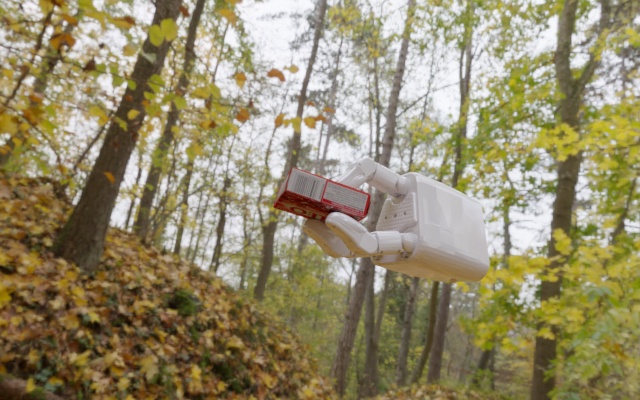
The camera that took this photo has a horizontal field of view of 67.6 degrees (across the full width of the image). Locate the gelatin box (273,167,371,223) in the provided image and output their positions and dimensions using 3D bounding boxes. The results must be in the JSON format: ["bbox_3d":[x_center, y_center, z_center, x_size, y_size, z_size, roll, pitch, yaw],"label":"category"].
[{"bbox_3d":[0.000,0.001,0.510,0.089,0.030,0.073,19,-18,-10],"label":"gelatin box"}]
